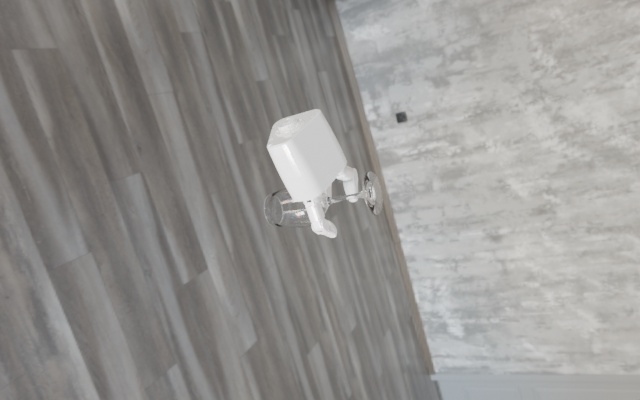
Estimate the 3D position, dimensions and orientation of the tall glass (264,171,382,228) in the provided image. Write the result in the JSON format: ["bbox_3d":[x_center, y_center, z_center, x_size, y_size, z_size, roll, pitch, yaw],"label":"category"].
[{"bbox_3d":[0.001,0.003,0.827,0.201,0.079,0.079,-10,-5,29],"label":"tall glass"}]
